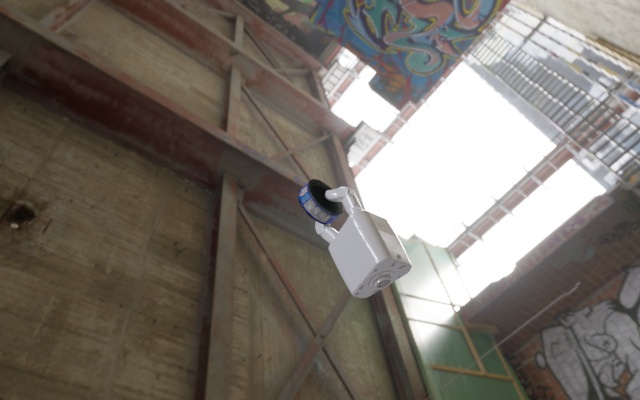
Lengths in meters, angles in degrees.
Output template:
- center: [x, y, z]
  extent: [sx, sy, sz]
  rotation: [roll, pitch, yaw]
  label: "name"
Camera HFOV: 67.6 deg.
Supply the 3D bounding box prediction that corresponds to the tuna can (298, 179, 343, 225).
- center: [0.000, 0.003, 0.894]
  extent: [0.034, 0.086, 0.086]
  rotation: [-44, -23, 26]
  label: "tuna can"
